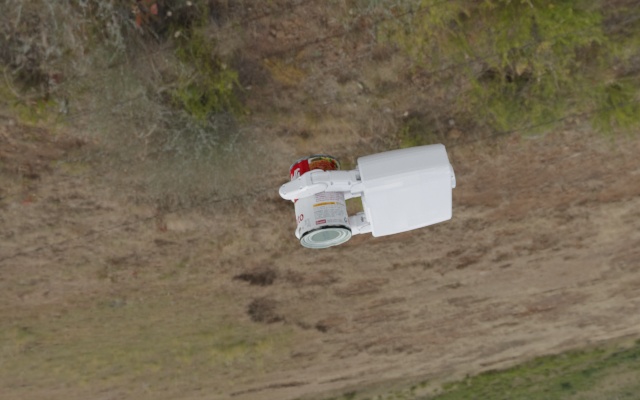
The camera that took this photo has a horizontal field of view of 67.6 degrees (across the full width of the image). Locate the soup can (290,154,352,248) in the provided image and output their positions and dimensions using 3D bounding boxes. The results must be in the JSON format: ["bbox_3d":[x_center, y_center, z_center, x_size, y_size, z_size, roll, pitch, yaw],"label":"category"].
[{"bbox_3d":[0.000,0.002,0.610,0.068,0.102,0.068,-8,-25,-4],"label":"soup can"}]
